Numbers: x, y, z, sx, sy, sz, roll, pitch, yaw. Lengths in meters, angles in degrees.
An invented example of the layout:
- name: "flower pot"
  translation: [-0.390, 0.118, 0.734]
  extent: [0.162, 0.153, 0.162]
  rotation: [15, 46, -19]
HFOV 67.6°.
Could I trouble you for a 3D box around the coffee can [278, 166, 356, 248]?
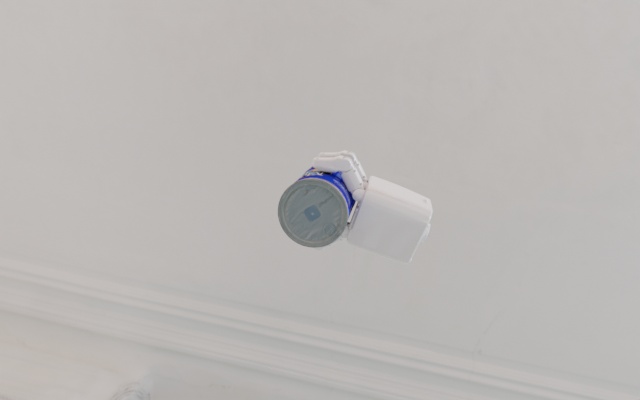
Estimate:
- name: "coffee can"
  translation: [0.000, 0.002, 0.747]
  extent: [0.103, 0.103, 0.140]
  rotation: [0, 14, 10]
